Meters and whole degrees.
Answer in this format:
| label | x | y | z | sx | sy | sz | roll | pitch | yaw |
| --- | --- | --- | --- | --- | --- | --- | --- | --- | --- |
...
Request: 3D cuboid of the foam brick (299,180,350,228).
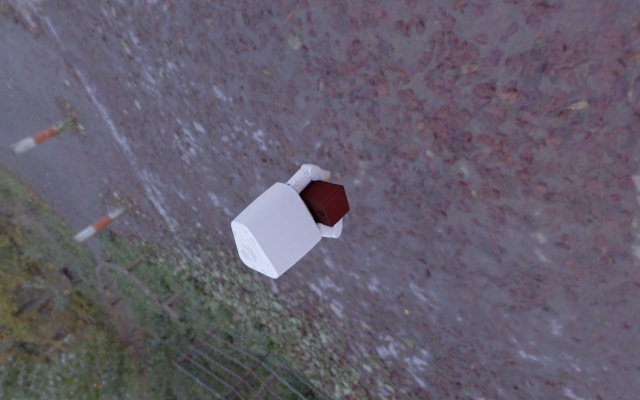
| label | x | y | z | sx | sy | sz | roll | pitch | yaw |
| --- | --- | --- | --- | --- | --- | --- | --- | --- | --- |
| foam brick | 0.000 | 0.003 | 0.792 | 0.078 | 0.053 | 0.051 | 15 | 47 | 41 |
